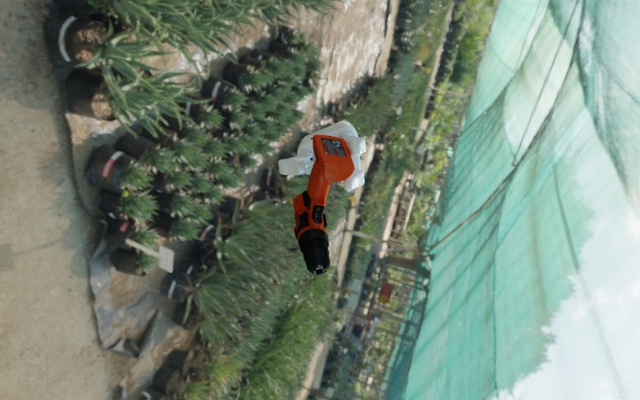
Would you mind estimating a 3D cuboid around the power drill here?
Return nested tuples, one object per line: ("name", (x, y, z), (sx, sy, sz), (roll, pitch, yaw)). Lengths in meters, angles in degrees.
("power drill", (0.000, 0.002, 0.780), (0.057, 0.188, 0.184), (6, 38, -18))
